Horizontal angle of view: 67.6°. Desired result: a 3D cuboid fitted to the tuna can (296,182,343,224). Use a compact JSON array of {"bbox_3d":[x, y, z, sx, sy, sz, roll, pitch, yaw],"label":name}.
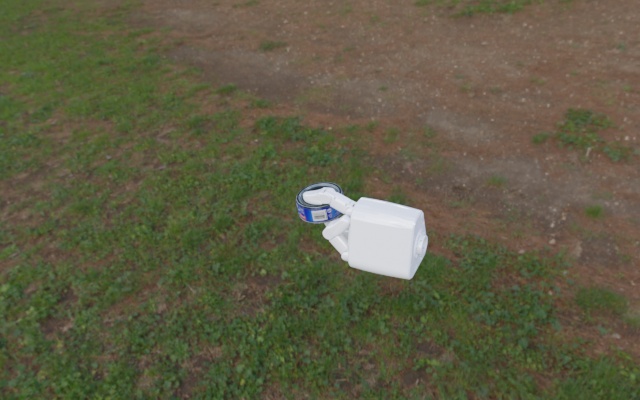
[{"bbox_3d":[0.000,0.002,0.849,0.086,0.034,0.086,-8,33,5],"label":"tuna can"}]
